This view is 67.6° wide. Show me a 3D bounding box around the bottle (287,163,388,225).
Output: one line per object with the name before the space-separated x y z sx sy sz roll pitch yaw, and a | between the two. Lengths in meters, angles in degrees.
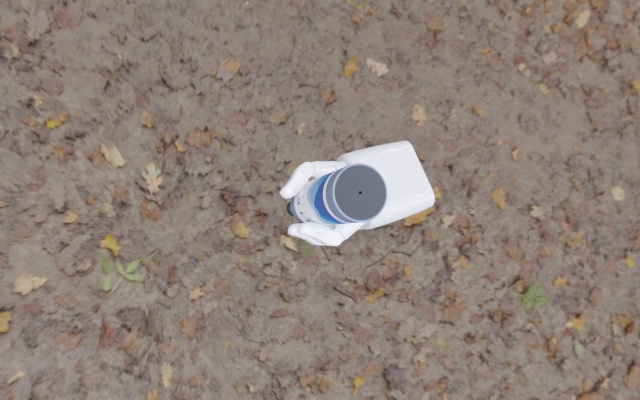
bottle | 0.000 0.002 0.669 0.069 0.069 0.296 0 -4 -18
